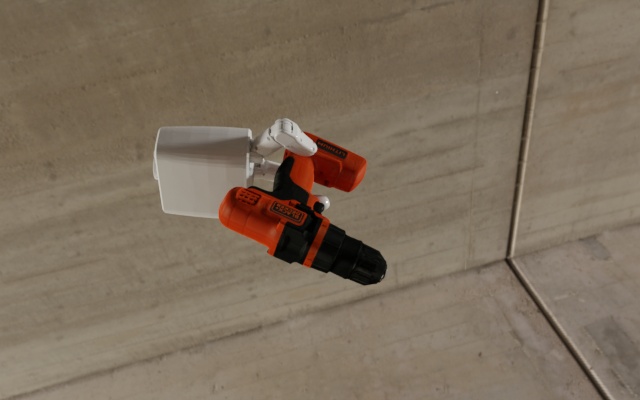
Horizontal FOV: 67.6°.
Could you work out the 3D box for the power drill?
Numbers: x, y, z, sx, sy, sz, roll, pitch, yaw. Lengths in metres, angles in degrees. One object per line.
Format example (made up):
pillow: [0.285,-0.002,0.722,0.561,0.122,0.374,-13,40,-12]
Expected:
power drill: [0.000,0.001,0.548,0.184,0.057,0.187,25,35,0]
